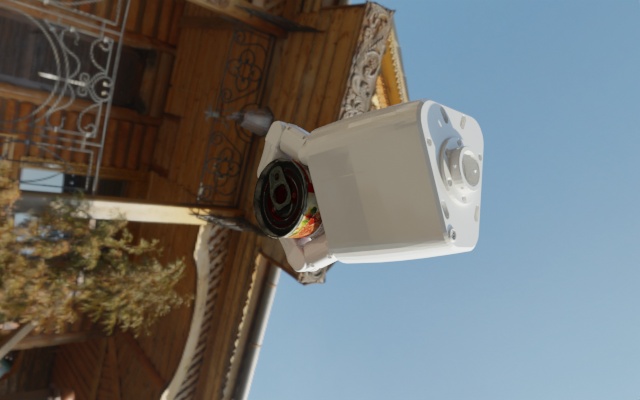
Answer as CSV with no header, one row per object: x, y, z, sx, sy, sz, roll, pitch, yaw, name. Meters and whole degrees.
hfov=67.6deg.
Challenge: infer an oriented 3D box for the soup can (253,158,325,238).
0.000,0.002,0.436,0.102,0.068,0.068,6,-4,-45,soup can
